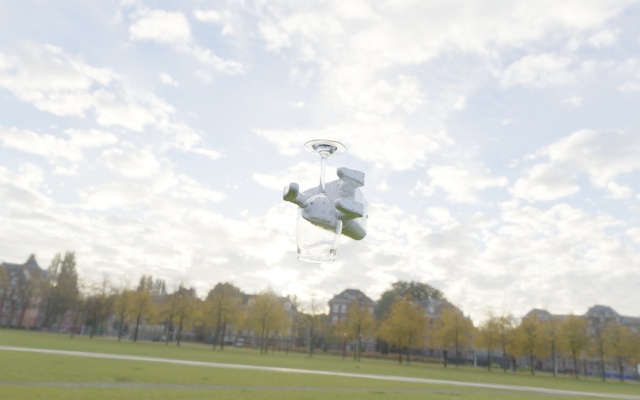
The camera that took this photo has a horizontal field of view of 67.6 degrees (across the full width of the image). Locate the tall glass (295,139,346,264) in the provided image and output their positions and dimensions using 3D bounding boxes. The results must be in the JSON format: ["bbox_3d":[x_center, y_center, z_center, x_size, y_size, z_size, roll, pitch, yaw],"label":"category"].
[{"bbox_3d":[0.000,0.002,0.805,0.079,0.201,0.079,4,-17,1],"label":"tall glass"}]
